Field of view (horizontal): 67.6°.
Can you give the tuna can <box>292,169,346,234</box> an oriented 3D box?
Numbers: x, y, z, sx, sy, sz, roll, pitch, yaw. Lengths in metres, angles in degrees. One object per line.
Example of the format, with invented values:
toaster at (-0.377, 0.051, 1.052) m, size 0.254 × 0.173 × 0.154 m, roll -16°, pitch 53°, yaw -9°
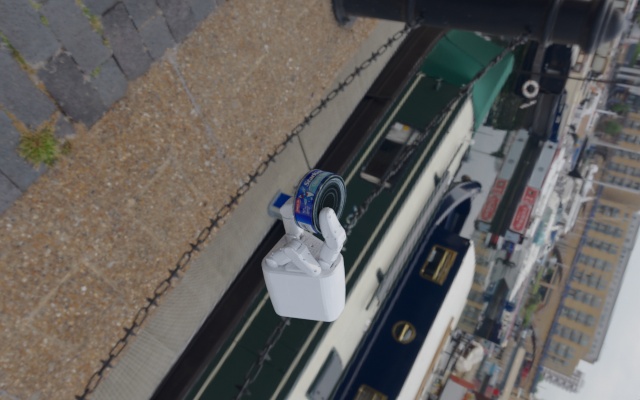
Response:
tuna can at (0.001, 0.002, 0.652) m, size 0.033 × 0.086 × 0.086 m, roll 15°, pitch 8°, yaw 30°
